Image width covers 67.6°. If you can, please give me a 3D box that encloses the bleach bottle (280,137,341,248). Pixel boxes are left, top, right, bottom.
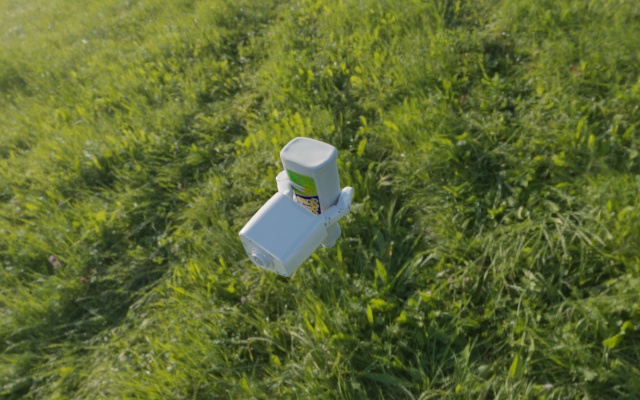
[{"bbox_3d":[0.000,0.003,0.896,0.102,0.251,0.068,23,55,33],"label":"bleach bottle"}]
